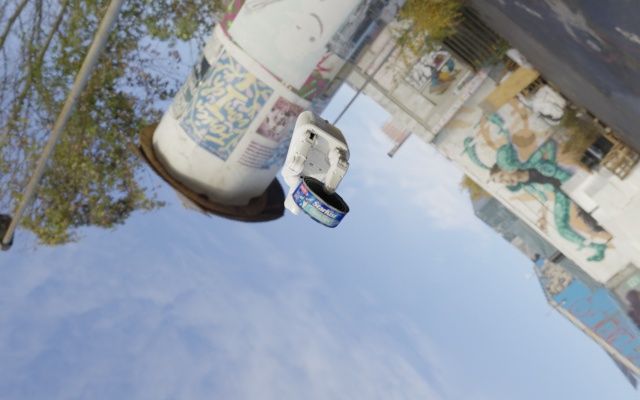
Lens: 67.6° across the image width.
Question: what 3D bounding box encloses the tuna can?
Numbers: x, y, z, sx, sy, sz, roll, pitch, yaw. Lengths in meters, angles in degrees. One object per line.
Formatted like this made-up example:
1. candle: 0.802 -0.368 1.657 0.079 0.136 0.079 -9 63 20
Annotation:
1. tuna can: 0.000 0.003 0.717 0.086 0.034 0.086 34 16 -12
